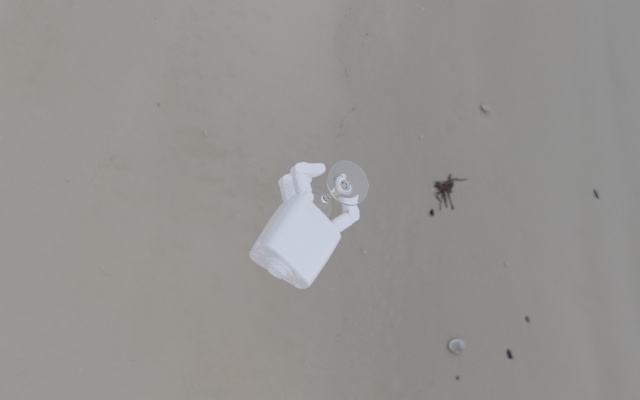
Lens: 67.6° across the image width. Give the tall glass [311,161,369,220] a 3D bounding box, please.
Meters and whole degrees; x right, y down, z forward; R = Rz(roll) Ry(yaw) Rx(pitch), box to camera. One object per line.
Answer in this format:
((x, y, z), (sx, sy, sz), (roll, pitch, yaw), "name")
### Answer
((0.001, 0.002, 0.826), (0.079, 0.079, 0.201), (0, -17, -27), "tall glass")
